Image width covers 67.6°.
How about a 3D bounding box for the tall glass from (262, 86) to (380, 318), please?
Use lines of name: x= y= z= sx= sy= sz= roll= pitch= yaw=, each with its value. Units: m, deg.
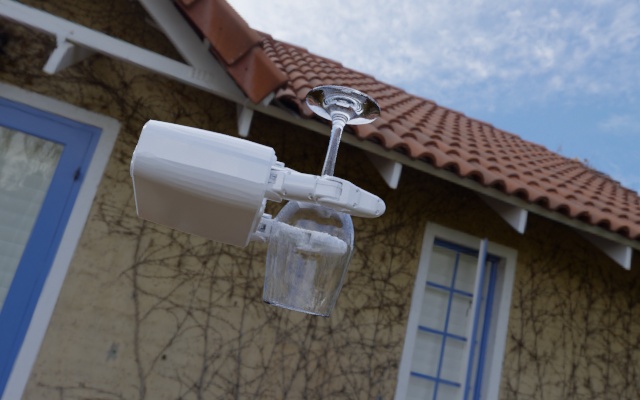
tall glass: x=0.000 y=0.001 z=0.441 sx=0.079 sy=0.201 sz=0.079 roll=12 pitch=-14 yaw=3
